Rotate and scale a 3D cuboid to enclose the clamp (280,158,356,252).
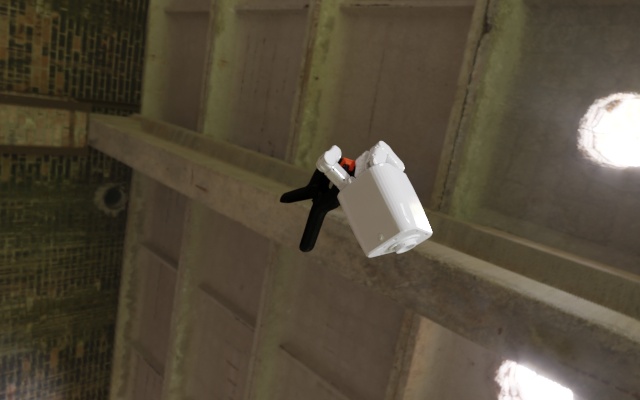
[{"bbox_3d":[0.001,0.002,0.777,0.039,0.120,0.171,1,-32,-44],"label":"clamp"}]
